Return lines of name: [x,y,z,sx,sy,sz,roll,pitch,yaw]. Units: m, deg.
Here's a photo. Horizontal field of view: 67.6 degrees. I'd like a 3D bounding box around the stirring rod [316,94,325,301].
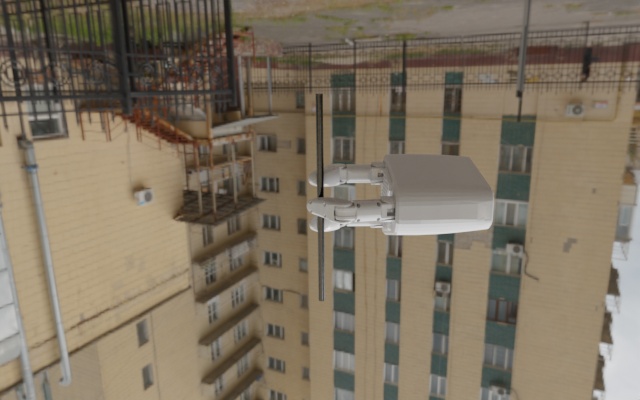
stirring rod: [0.000,0.002,0.543,0.011,0.239,0.011,-1,13,0]
